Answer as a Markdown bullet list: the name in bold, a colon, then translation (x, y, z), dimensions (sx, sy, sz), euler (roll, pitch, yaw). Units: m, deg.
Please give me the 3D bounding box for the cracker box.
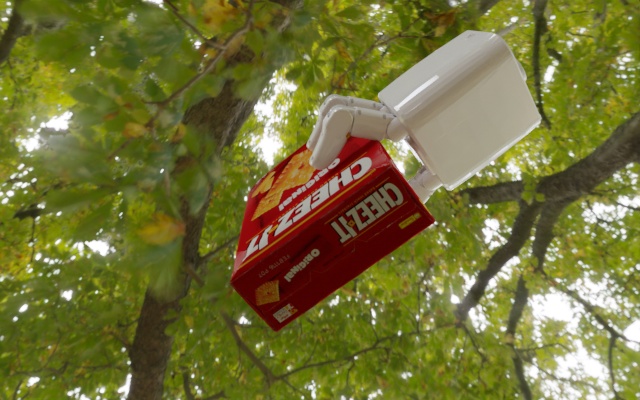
- **cracker box**: translation (0.000, 0.002, 0.472), dimensions (0.164, 0.072, 0.213), euler (-37, 19, 11)
